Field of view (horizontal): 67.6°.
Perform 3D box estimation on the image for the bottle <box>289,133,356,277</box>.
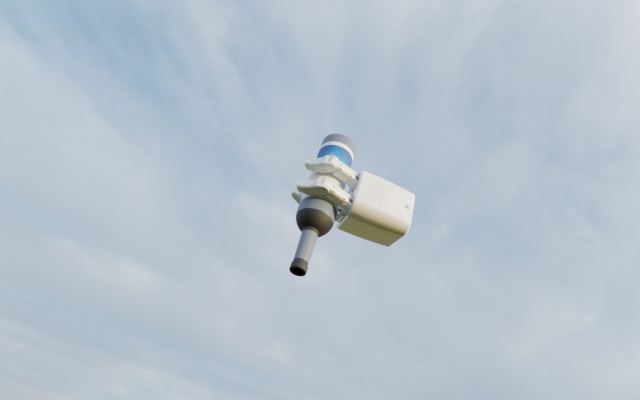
[{"bbox_3d":[0.000,0.003,0.829,0.069,0.295,0.069,11,-40,9],"label":"bottle"}]
